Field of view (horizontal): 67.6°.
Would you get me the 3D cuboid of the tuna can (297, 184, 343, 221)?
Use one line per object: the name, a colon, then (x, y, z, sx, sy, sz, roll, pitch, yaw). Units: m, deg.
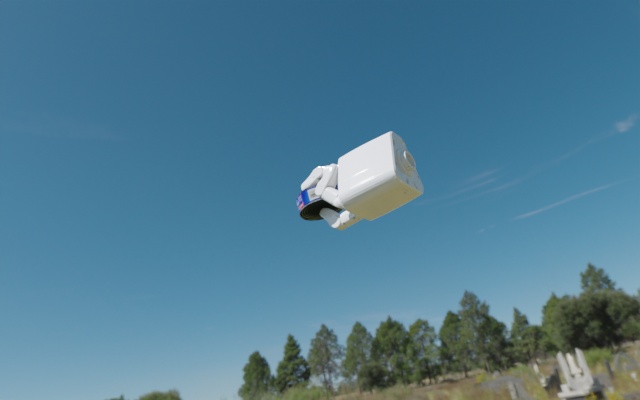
tuna can: (0.000, 0.002, 0.872, 0.086, 0.033, 0.086, -13, -25, -6)
